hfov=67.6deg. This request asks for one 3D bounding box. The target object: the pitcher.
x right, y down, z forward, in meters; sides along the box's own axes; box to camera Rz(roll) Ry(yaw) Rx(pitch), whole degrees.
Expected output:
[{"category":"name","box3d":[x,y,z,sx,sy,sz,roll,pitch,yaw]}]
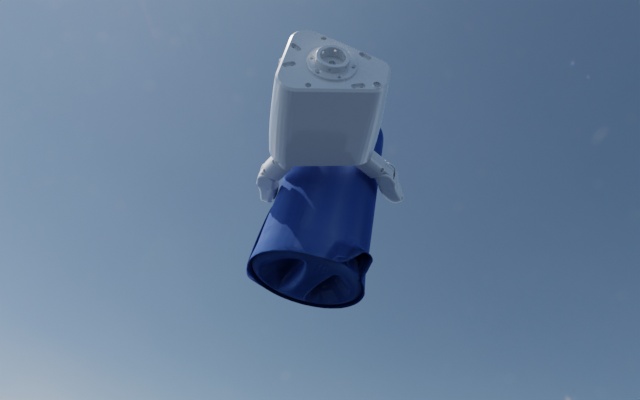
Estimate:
[{"category":"pitcher","box3d":[0.000,0.002,0.599,0.149,0.242,0.145,13,-35,4]}]
